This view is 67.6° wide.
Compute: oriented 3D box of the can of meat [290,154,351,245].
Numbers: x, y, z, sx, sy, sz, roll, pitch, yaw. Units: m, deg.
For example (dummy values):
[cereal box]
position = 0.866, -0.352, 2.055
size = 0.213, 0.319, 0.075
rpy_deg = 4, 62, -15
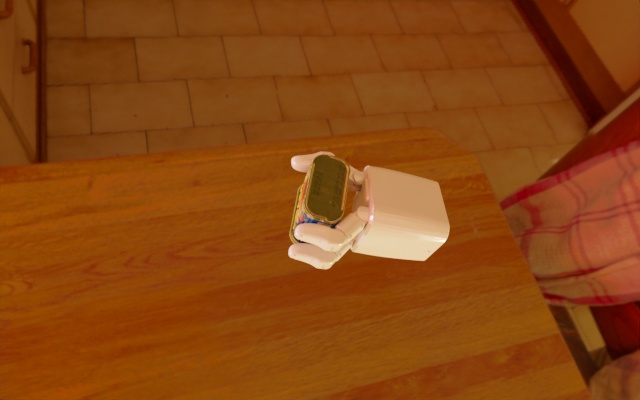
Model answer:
[can of meat]
position = 0.000, 0.002, 0.622
size = 0.057, 0.102, 0.084
rpy_deg = 14, -31, -7
